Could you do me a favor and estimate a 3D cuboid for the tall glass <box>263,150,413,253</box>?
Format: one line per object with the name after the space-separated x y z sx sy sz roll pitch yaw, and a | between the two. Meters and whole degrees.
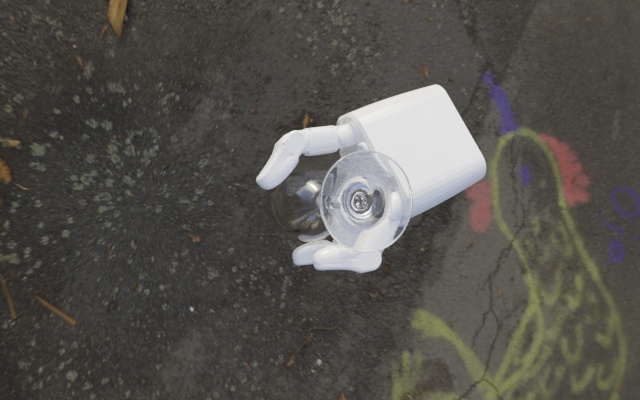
0.000 0.001 0.435 0.079 0.079 0.201 0 -1 -21 | tall glass
